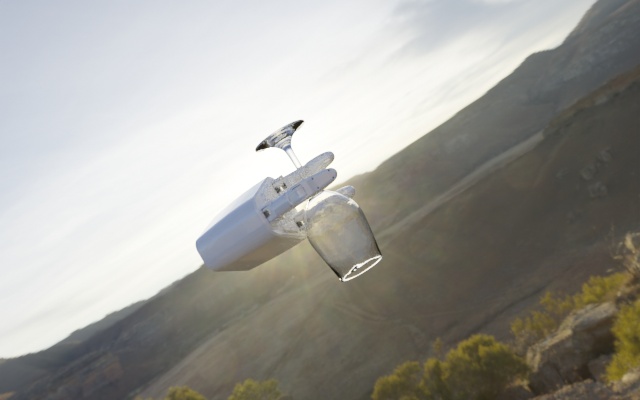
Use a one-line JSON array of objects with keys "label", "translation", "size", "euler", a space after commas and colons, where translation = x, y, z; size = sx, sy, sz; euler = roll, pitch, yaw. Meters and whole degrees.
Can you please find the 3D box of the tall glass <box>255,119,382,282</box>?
[{"label": "tall glass", "translation": [0.000, 0.001, 0.605], "size": [0.079, 0.201, 0.079], "euler": [-32, -2, -1]}]
